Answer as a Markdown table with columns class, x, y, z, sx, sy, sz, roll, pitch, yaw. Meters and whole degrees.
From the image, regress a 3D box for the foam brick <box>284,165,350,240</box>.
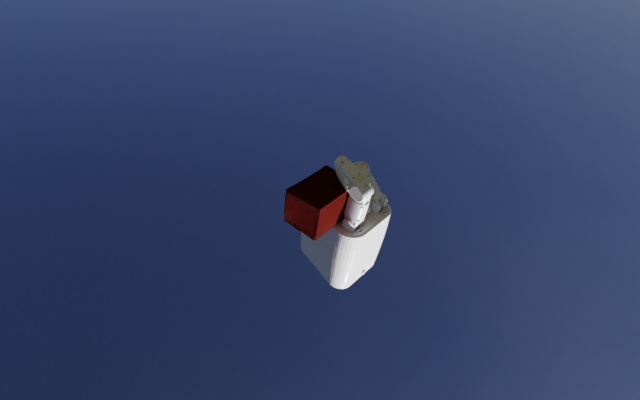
| class | x | y | z | sx | sy | sz | roll | pitch | yaw |
| --- | --- | --- | --- | --- | --- | --- | --- | --- | --- |
| foam brick | 0.000 | 0.002 | 0.587 | 0.053 | 0.051 | 0.078 | 32 | 44 | 26 |
